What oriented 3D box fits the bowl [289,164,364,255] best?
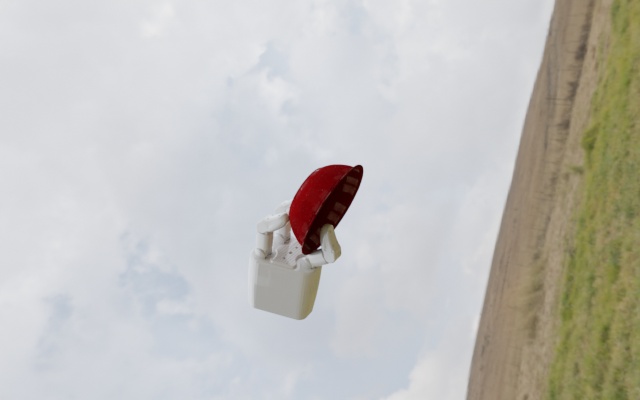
[{"bbox_3d":[0.000,0.001,0.732,0.055,0.162,0.162,33,10,15],"label":"bowl"}]
